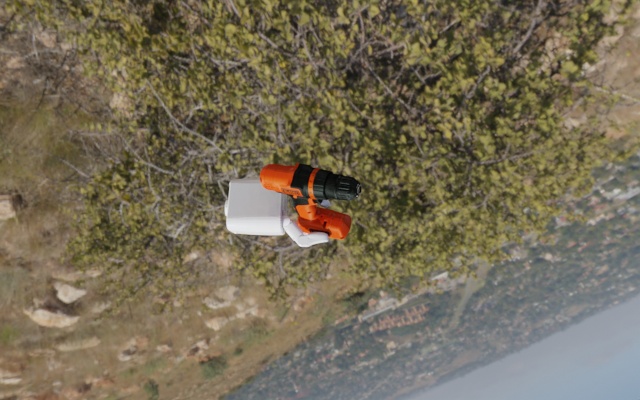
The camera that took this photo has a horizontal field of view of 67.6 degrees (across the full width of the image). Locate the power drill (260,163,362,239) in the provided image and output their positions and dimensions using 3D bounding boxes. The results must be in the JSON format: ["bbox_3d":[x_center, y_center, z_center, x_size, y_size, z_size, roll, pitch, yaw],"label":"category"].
[{"bbox_3d":[0.000,0.003,0.867,0.184,0.057,0.188,11,-28,24],"label":"power drill"}]
